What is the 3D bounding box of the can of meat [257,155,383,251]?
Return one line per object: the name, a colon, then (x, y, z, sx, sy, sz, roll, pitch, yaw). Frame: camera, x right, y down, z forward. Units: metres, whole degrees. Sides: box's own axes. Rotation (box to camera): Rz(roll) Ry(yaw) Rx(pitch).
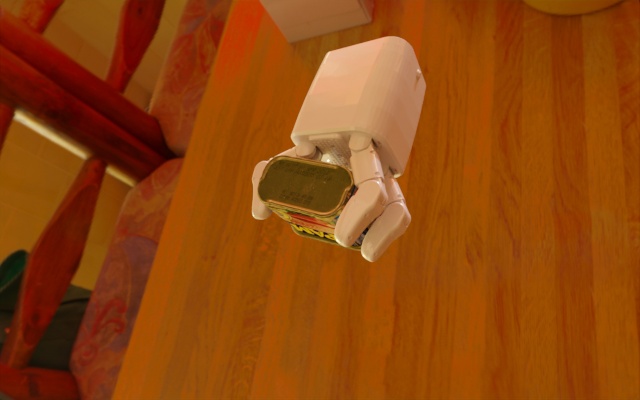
can of meat: (0.000, 0.001, 0.463, 0.102, 0.057, 0.084, 13, -18, 30)
